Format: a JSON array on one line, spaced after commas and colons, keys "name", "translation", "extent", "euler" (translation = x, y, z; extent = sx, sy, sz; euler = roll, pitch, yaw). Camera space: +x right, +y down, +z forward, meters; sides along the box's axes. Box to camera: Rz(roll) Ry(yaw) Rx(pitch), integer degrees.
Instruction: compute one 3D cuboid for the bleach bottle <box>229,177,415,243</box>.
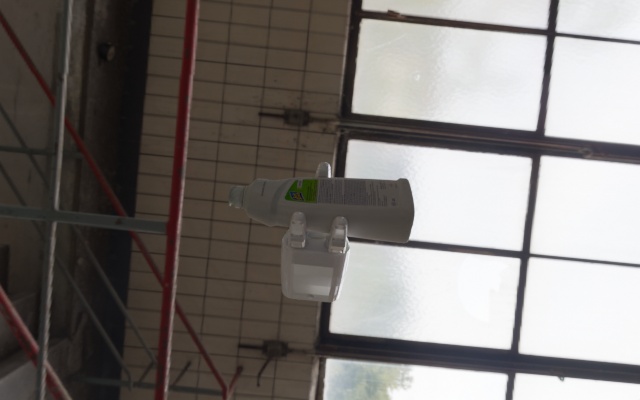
[{"name": "bleach bottle", "translation": [0.000, 0.002, 0.672], "extent": [0.251, 0.068, 0.102], "euler": [6, 33, -1]}]
